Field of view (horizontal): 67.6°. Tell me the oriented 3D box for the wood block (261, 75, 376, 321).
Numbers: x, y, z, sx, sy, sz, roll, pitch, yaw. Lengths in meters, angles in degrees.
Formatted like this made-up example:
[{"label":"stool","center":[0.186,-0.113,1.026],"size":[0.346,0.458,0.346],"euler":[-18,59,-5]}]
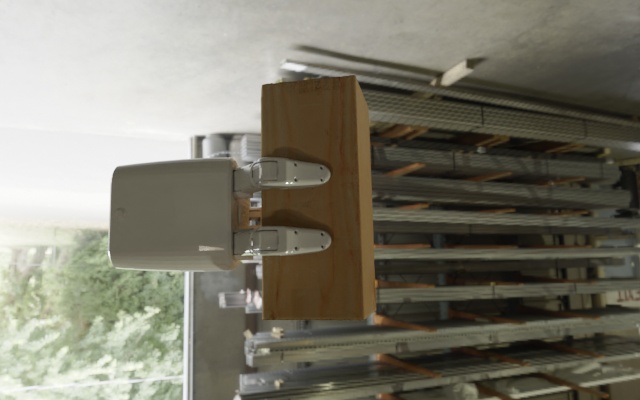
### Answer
[{"label":"wood block","center":[0.000,0.002,0.446],"size":[0.090,0.206,0.091],"euler":[-3,-8,12]}]
